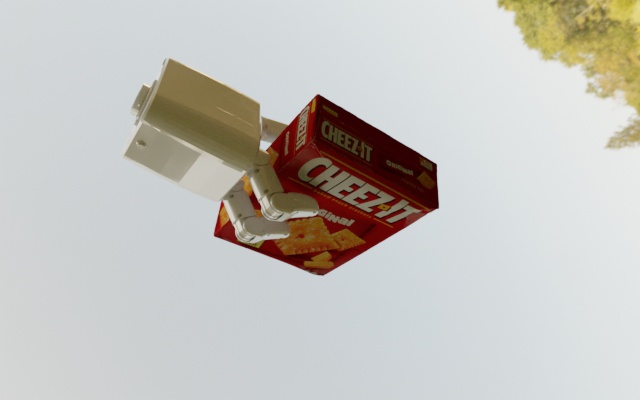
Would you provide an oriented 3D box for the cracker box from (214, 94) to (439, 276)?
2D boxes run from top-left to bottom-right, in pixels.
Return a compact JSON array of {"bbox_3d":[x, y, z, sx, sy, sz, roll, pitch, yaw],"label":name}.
[{"bbox_3d":[0.000,0.002,0.544,0.164,0.072,0.214,25,-40,-26],"label":"cracker box"}]
